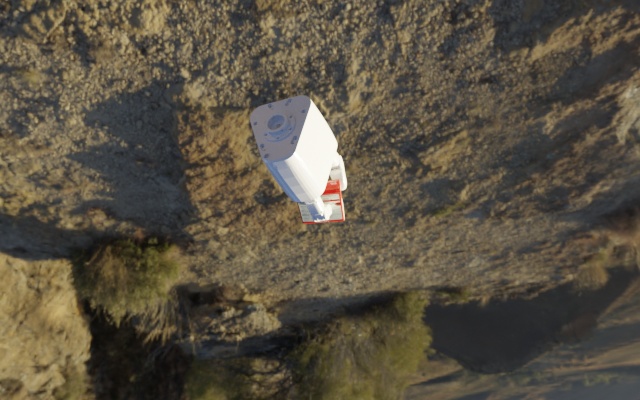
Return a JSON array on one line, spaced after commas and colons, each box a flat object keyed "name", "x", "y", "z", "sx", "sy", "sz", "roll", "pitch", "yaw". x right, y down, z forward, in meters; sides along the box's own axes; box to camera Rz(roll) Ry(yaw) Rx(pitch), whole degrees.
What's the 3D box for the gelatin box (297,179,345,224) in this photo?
[{"name": "gelatin box", "x": 0.000, "y": 0.003, "z": 0.793, "sx": 0.073, "sy": 0.030, "sz": 0.089, "roll": -5, "pitch": -34, "yaw": 5}]
